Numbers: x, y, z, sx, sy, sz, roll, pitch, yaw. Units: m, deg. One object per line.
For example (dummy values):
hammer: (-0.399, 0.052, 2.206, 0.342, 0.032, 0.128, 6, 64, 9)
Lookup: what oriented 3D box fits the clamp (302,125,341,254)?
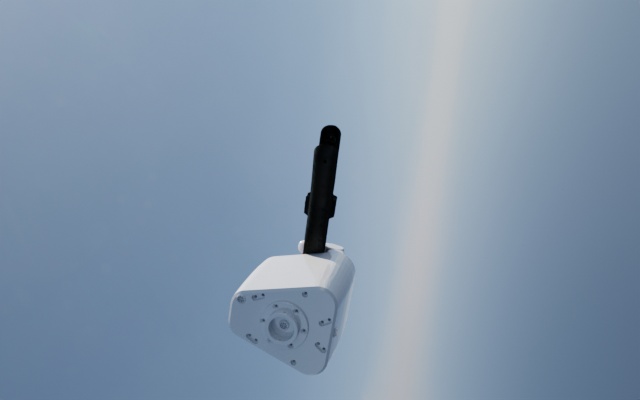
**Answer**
clamp: (-0.001, 0.002, 0.540, 0.039, 0.171, 0.120, 7, 11, 8)
